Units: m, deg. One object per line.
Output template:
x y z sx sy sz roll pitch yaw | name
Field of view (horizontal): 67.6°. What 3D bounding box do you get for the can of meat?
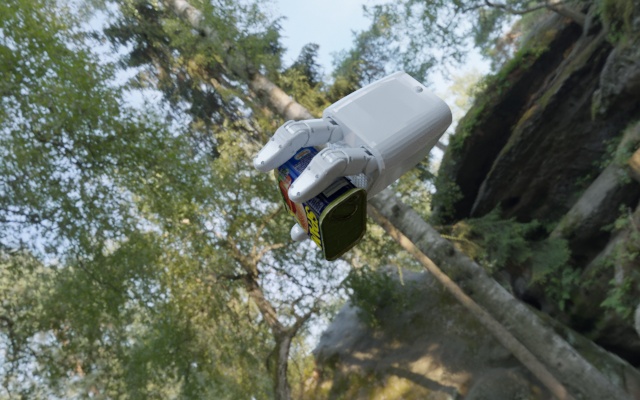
0.000 0.002 0.501 0.057 0.084 0.102 -35 -30 -17 | can of meat
